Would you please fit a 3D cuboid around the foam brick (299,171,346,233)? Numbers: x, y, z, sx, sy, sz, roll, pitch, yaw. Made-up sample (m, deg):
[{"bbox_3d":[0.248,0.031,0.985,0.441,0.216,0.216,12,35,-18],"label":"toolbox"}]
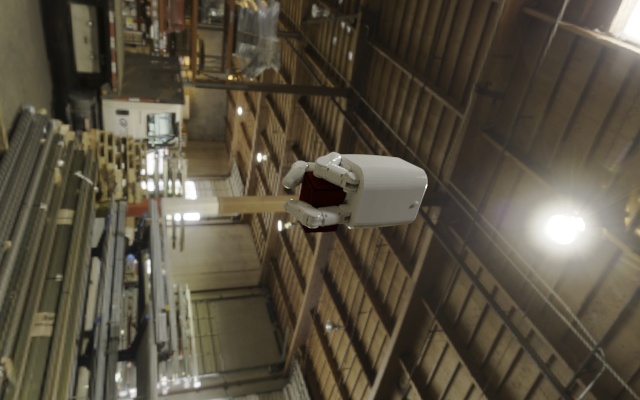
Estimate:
[{"bbox_3d":[0.000,0.002,0.706,0.051,0.078,0.053,-2,36,-20],"label":"foam brick"}]
